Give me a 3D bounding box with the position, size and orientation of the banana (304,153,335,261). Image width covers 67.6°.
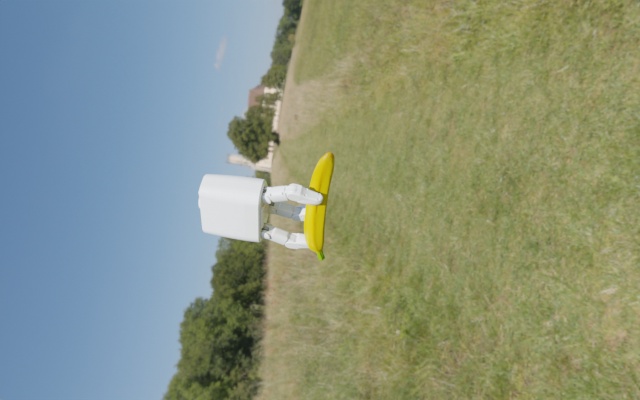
[{"bbox_3d":[-0.003,0.002,0.835,0.037,0.197,0.070,5,-11,10],"label":"banana"}]
